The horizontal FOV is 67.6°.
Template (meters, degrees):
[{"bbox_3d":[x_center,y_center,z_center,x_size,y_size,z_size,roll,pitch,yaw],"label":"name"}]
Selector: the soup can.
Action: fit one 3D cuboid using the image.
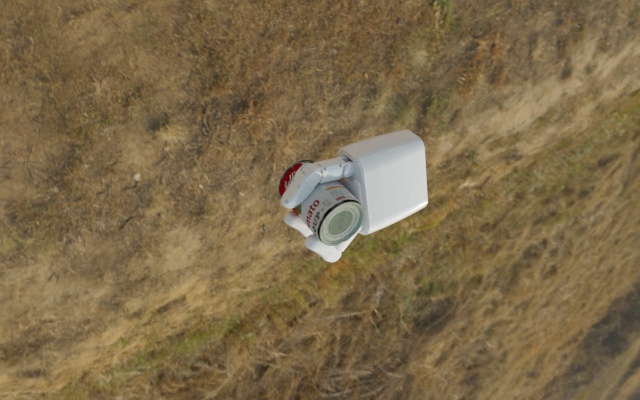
[{"bbox_3d":[0.000,0.002,0.602,0.068,0.068,0.102,0,32,-38],"label":"soup can"}]
